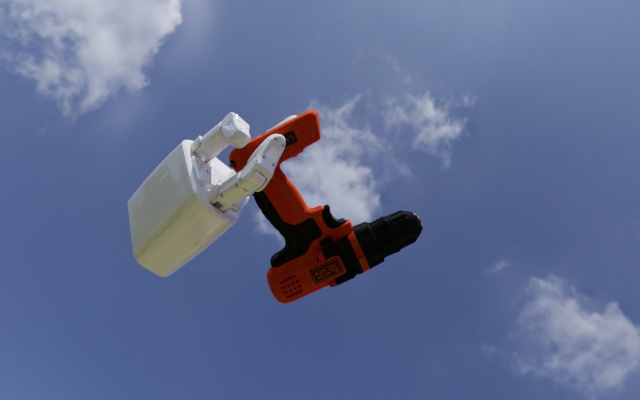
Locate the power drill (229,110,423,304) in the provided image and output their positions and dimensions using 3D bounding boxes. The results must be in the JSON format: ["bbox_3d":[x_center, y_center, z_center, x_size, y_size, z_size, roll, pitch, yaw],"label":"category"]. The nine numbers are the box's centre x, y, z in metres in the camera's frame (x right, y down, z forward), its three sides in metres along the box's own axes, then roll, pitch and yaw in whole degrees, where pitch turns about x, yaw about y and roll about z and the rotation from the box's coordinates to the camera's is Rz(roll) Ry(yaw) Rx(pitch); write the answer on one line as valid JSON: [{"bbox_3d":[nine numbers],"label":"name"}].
[{"bbox_3d":[0.000,0.001,0.519,0.184,0.188,0.057,-26,11,-2],"label":"power drill"}]
